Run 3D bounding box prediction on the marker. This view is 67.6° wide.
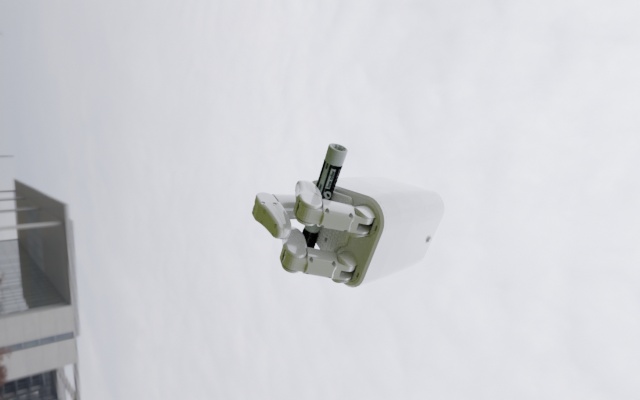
[{"bbox_3d":[0.000,0.002,0.472,0.020,0.121,0.020,14,27,-8],"label":"marker"}]
